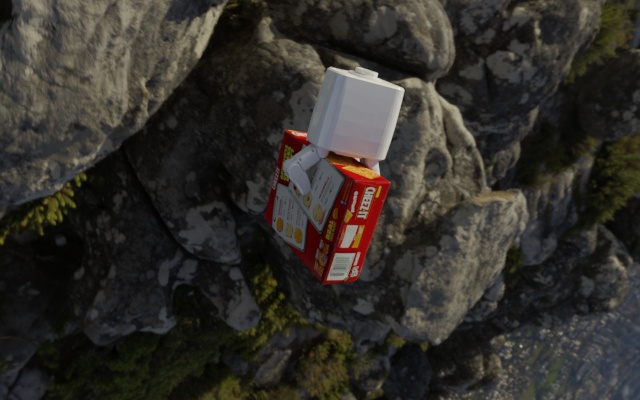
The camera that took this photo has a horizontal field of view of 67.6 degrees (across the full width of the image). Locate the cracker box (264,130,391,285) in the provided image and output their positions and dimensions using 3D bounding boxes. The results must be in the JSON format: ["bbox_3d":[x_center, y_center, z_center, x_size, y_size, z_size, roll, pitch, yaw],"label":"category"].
[{"bbox_3d":[0.000,0.002,0.739,0.072,0.164,0.213,2,24,-33],"label":"cracker box"}]
